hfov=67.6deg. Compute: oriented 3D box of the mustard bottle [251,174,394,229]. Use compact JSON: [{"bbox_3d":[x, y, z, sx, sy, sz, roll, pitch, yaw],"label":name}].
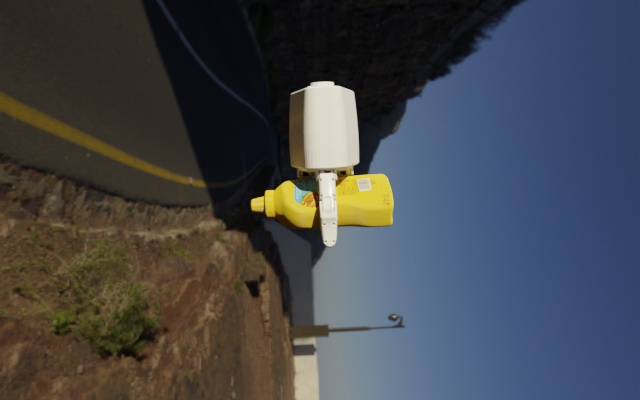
[{"bbox_3d":[0.000,0.002,0.663,0.191,0.058,0.096,-3,32,0],"label":"mustard bottle"}]
